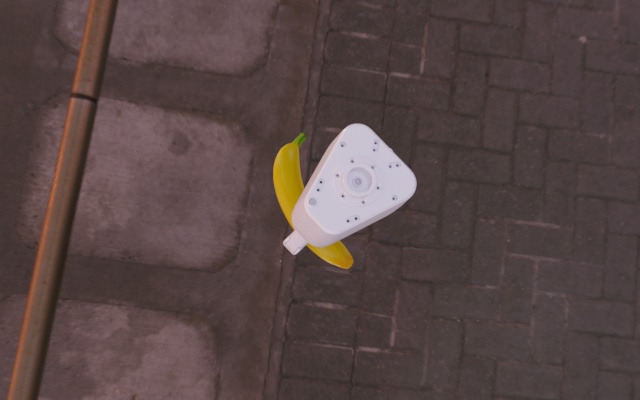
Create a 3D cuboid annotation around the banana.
[{"bbox_3d":[-0.018,0.004,0.635,0.069,0.197,0.037,-17,-9,-15],"label":"banana"}]
